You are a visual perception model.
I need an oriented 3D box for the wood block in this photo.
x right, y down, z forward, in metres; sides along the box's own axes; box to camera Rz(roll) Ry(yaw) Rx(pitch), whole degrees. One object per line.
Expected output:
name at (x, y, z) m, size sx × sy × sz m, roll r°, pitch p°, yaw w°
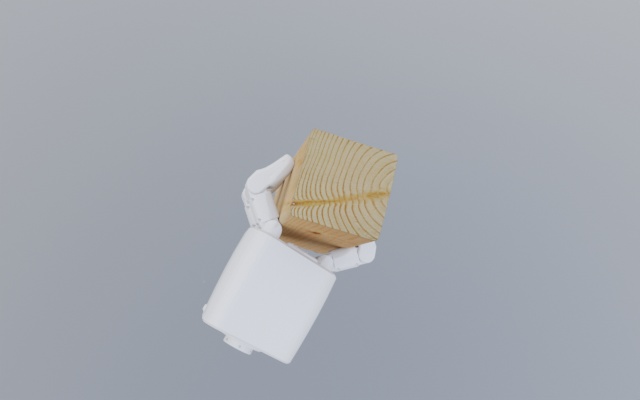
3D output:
wood block at (0.000, 0.002, 0.545) m, size 0.091 × 0.090 × 0.206 m, roll 17°, pitch -13°, yaw -10°
